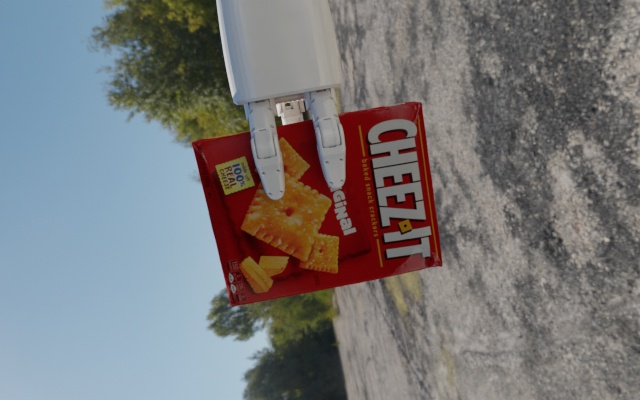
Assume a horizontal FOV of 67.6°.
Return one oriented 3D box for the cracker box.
[{"bbox_3d":[0.000,0.002,0.470,0.213,0.164,0.072,-10,11,-2],"label":"cracker box"}]
